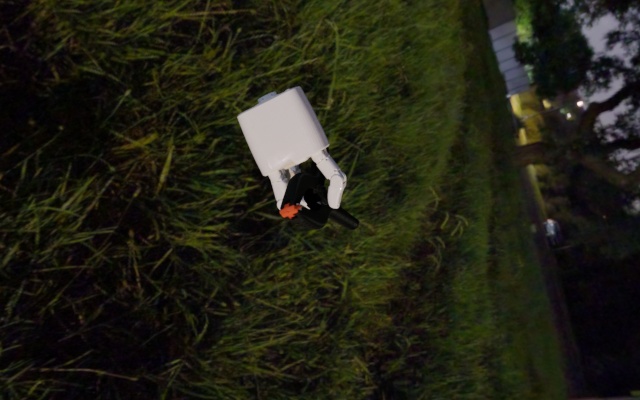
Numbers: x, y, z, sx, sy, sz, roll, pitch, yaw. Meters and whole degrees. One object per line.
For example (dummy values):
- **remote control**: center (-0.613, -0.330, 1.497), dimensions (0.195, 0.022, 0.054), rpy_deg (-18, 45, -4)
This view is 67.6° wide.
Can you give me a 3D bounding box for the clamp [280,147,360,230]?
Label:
- **clamp**: center (0.000, 0.002, 0.790), dimensions (0.036, 0.164, 0.210), rpy_deg (-23, 9, 28)
